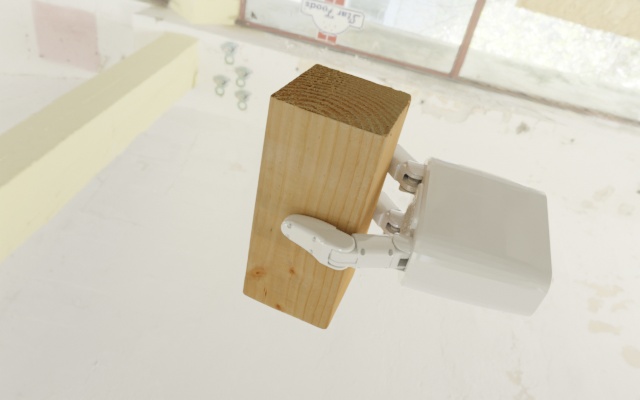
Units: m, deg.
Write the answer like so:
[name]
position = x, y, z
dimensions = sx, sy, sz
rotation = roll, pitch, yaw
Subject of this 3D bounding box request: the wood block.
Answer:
[wood block]
position = 0.000, 0.002, 0.421
dimensions = 0.090, 0.206, 0.090
rotation = 21, 36, 11
